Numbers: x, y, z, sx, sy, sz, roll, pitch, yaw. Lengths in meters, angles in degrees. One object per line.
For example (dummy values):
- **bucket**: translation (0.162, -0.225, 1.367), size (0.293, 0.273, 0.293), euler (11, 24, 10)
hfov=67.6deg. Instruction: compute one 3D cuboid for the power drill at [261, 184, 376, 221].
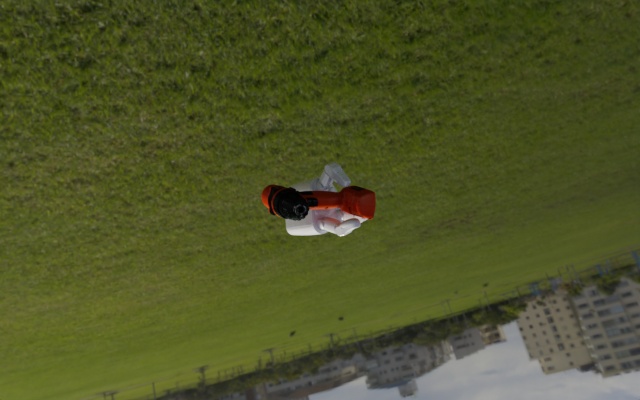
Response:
- **power drill**: translation (0.000, 0.003, 0.855), size (0.187, 0.057, 0.184), euler (2, 9, -21)
